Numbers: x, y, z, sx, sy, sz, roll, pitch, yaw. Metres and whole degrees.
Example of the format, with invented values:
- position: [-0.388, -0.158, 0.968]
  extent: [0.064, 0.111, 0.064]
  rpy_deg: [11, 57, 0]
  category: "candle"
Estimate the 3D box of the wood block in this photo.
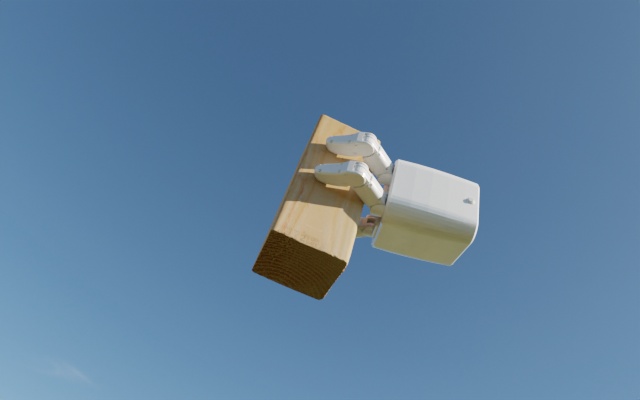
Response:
- position: [0.000, 0.002, 0.586]
  extent: [0.090, 0.206, 0.091]
  rpy_deg: [24, -43, -4]
  category: "wood block"
